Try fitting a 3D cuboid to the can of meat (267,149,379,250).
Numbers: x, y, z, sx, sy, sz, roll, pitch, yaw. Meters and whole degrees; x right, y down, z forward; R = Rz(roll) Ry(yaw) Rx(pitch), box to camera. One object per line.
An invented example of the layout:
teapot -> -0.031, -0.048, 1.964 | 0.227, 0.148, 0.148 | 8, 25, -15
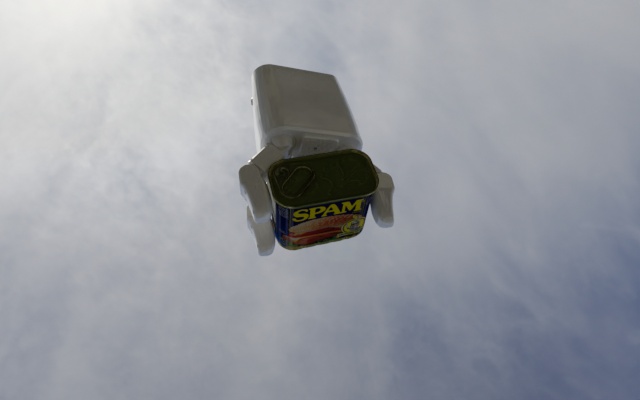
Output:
can of meat -> 0.000, 0.002, 0.478 | 0.102, 0.057, 0.084 | -10, -34, -12
